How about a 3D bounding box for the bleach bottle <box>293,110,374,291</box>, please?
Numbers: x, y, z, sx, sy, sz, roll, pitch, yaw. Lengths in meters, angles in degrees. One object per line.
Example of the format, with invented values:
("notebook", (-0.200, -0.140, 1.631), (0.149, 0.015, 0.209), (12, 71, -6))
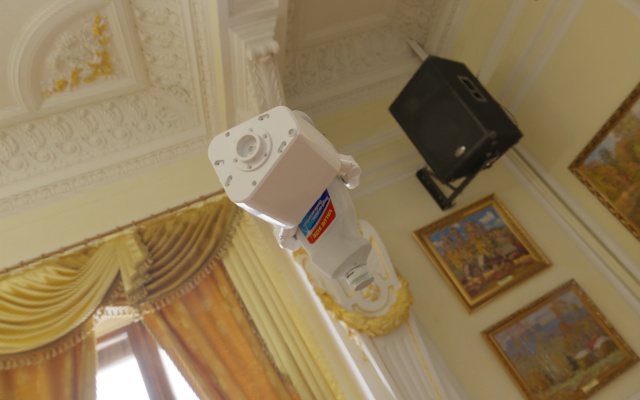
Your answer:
("bleach bottle", (0.000, 0.002, 0.630), (0.102, 0.250, 0.068), (-38, -28, 10))
